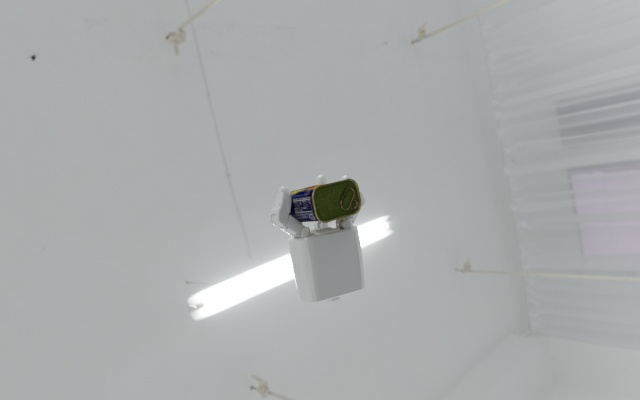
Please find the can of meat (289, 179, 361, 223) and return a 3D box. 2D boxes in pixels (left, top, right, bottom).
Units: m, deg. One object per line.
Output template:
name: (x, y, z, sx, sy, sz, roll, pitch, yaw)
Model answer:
can of meat: (0.000, 0.002, 0.767, 0.102, 0.057, 0.084, -15, 6, -42)
